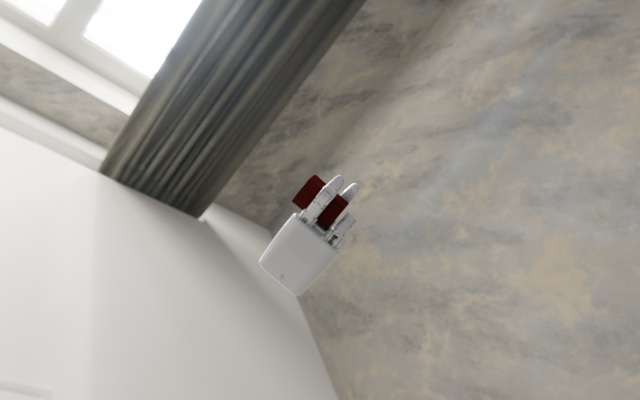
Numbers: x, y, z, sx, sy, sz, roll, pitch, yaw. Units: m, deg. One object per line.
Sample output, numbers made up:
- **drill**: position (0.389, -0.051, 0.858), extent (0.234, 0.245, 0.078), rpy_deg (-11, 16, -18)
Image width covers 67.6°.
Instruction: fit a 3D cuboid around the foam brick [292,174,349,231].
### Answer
- **foam brick**: position (0.000, 0.002, 0.795), extent (0.078, 0.051, 0.053), rpy_deg (40, 14, 2)
